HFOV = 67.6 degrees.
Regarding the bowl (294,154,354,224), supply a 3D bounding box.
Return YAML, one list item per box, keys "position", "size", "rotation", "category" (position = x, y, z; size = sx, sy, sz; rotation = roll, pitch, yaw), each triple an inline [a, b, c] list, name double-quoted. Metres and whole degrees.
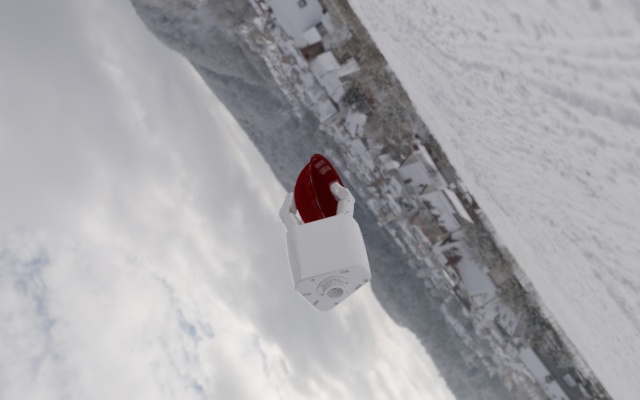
- position: [0.000, 0.002, 0.833]
  size: [0.055, 0.162, 0.162]
  rotation: [-21, -8, 21]
  category: "bowl"
